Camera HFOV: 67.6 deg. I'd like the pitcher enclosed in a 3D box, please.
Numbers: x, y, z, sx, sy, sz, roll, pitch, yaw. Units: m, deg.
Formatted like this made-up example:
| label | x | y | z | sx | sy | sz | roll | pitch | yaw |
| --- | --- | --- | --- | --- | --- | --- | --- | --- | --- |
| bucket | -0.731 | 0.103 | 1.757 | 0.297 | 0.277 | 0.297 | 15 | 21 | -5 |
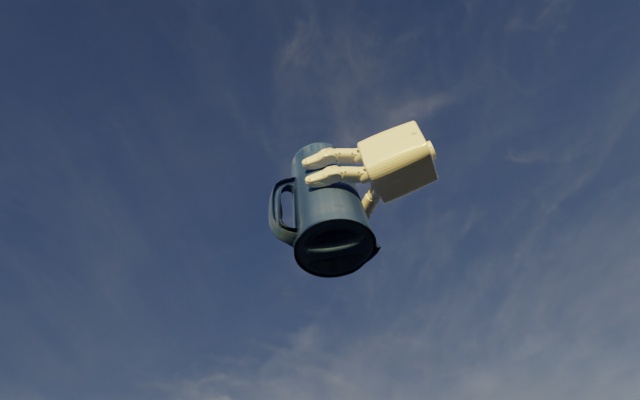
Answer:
| label | x | y | z | sx | sy | sz | roll | pitch | yaw |
| --- | --- | --- | --- | --- | --- | --- | --- | --- | --- |
| pitcher | 0.000 | 0.003 | 0.837 | 0.145 | 0.149 | 0.242 | -24 | 39 | 11 |
